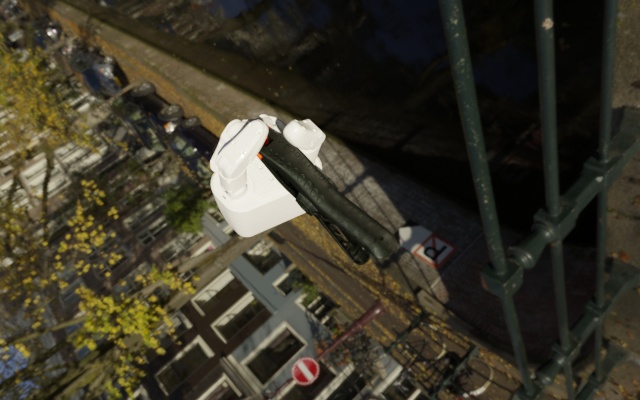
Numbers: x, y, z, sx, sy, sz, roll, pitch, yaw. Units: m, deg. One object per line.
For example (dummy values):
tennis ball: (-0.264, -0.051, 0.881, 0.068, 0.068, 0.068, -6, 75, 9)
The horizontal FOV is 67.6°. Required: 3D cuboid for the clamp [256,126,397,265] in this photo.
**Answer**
clamp: (0.000, 0.002, 0.465, 0.039, 0.171, 0.120, -41, -13, -17)
